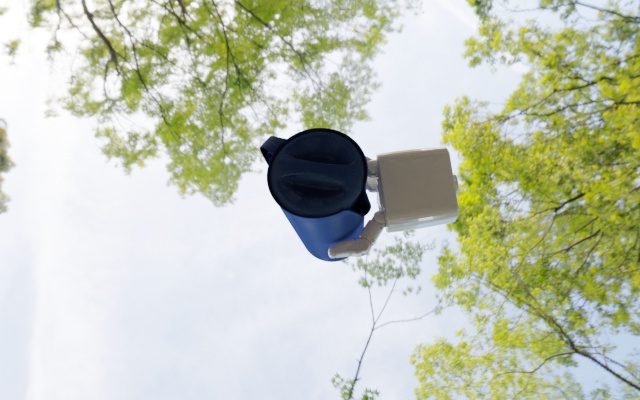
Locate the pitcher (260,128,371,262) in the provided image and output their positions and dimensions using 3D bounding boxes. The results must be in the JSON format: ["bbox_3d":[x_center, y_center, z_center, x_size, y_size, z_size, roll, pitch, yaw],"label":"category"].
[{"bbox_3d":[0.000,0.002,0.725,0.145,0.149,0.243,-9,-25,3],"label":"pitcher"}]
